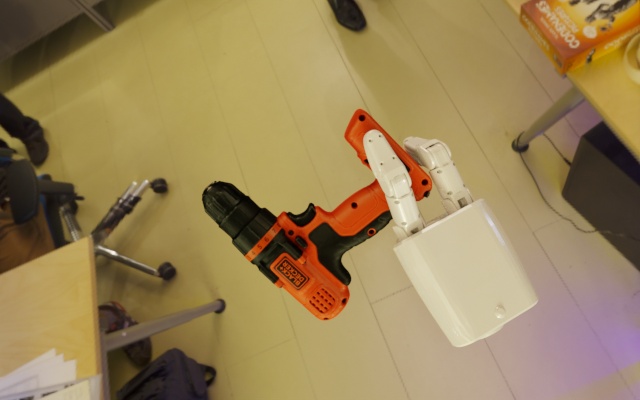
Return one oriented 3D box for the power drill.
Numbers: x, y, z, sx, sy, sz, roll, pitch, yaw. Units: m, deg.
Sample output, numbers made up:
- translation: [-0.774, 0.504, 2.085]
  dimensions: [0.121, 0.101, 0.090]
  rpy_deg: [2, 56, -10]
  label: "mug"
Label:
- translation: [0.001, 0.001, 0.475]
  dimensions: [0.184, 0.188, 0.057]
  rpy_deg: [43, 10, -6]
  label: "power drill"
